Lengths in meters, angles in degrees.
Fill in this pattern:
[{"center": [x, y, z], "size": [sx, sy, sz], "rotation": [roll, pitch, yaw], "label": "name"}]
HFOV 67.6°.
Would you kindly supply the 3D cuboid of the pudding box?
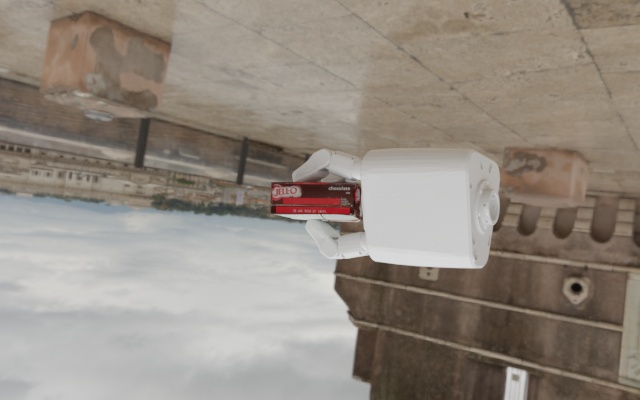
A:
[{"center": [0.000, 0.002, 0.535], "size": [0.090, 0.039, 0.113], "rotation": [2, -6, 9], "label": "pudding box"}]
